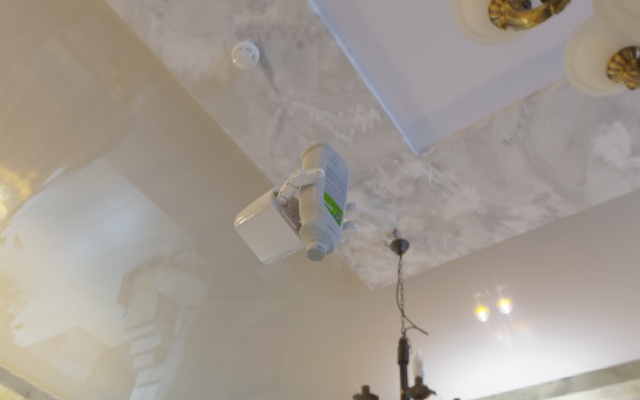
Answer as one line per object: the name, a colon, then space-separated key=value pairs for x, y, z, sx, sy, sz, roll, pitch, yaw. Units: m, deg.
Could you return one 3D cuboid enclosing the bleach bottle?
bleach bottle: x=0.000 y=0.003 z=0.834 sx=0.068 sy=0.102 sz=0.250 roll=-32 pitch=27 yaw=28
